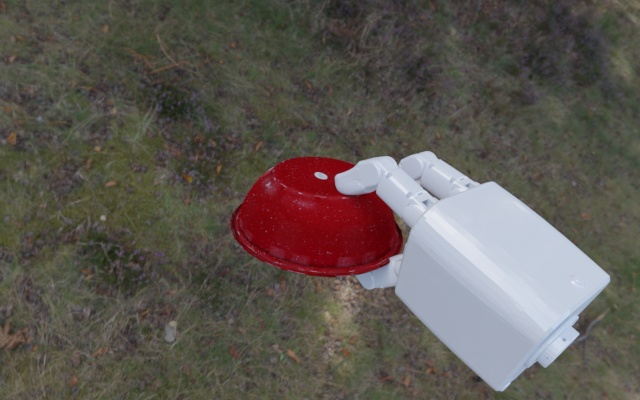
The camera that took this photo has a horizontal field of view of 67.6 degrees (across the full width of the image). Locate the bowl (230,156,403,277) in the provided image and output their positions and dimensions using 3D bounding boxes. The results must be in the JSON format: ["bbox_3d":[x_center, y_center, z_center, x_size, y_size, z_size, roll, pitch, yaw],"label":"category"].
[{"bbox_3d":[-0.001,0.001,0.438,0.162,0.055,0.162,6,26,-3],"label":"bowl"}]
